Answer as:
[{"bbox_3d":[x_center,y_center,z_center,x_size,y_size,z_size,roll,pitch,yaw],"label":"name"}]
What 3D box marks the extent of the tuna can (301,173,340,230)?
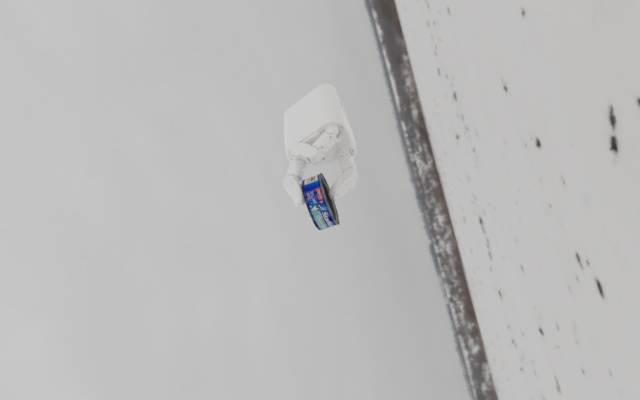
[{"bbox_3d":[0.000,0.003,0.748,0.034,0.086,0.086,-19,-3,8],"label":"tuna can"}]
